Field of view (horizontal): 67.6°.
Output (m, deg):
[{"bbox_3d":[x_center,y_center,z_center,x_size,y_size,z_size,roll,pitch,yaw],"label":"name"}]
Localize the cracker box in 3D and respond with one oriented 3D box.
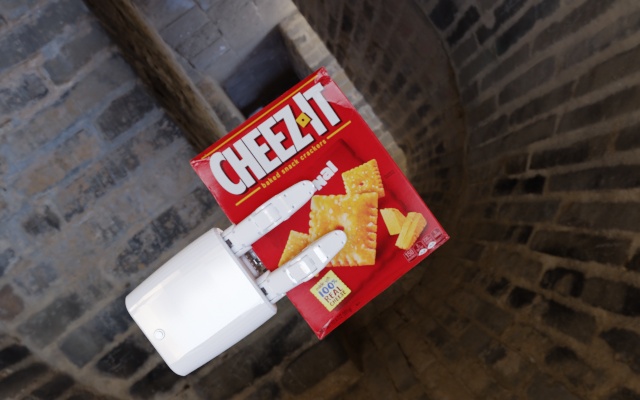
[{"bbox_3d":[0.000,0.002,0.485,0.164,0.213,0.072,-36,1,-3],"label":"cracker box"}]
